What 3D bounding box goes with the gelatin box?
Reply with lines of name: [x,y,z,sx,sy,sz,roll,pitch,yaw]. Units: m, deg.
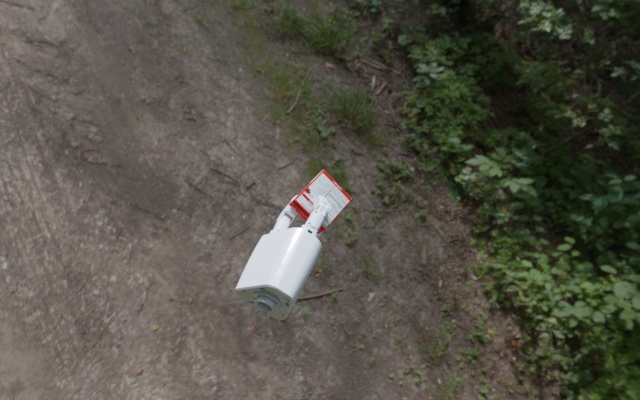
gelatin box: [0.001,0.002,0.821,0.089,0.073,0.030,-47,5,-32]
